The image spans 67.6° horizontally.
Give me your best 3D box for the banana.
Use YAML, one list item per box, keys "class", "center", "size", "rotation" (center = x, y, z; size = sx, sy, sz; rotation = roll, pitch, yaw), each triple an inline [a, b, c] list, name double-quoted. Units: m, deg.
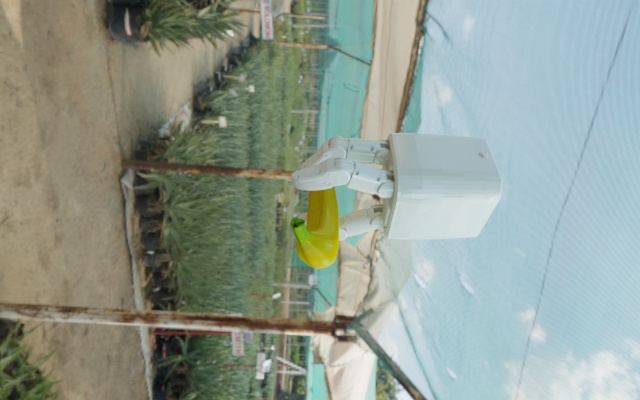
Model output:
- class: "banana"
  center: [0.001, 0.020, 0.490]
  size: [0.037, 0.070, 0.197]
  rotation: [-1, 17, 4]
